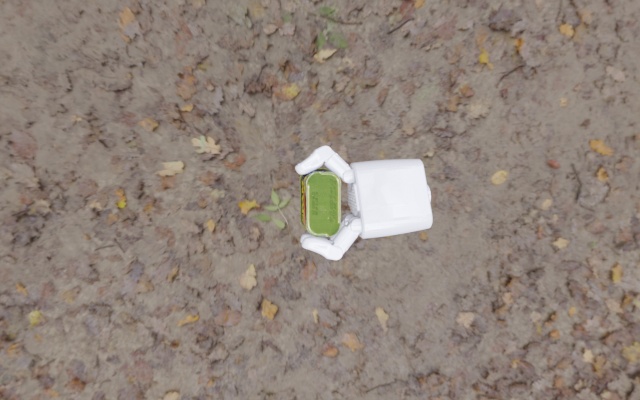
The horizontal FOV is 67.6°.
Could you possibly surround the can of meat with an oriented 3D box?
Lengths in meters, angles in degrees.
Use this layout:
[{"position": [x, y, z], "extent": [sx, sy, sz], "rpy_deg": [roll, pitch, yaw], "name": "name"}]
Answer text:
[{"position": [0.000, 0.002, 0.731], "extent": [0.057, 0.102, 0.084], "rpy_deg": [-1, 5, -7], "name": "can of meat"}]
